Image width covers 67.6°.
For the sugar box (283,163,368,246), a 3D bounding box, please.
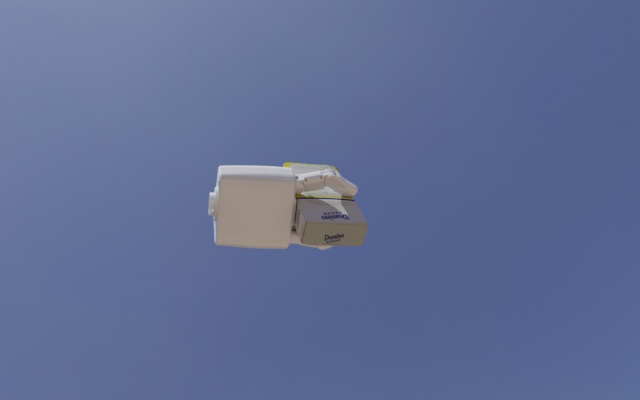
[{"bbox_3d":[0.000,0.003,0.724,0.093,0.048,0.176,3,33,-16],"label":"sugar box"}]
